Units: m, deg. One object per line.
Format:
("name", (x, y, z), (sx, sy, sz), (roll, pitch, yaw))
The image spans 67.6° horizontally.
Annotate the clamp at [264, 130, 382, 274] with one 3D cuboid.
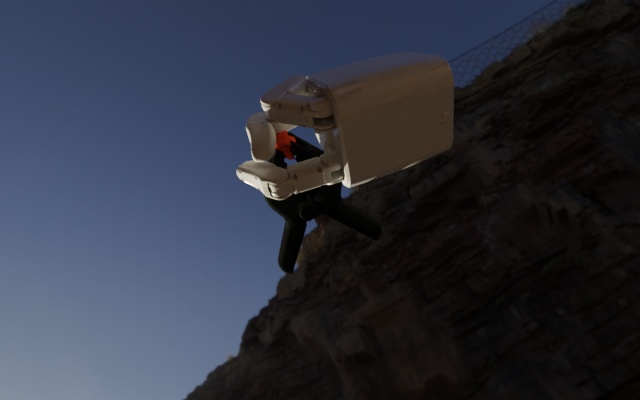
("clamp", (0.000, 0.001, 0.491), (0.120, 0.172, 0.039), (-19, 42, -8))
